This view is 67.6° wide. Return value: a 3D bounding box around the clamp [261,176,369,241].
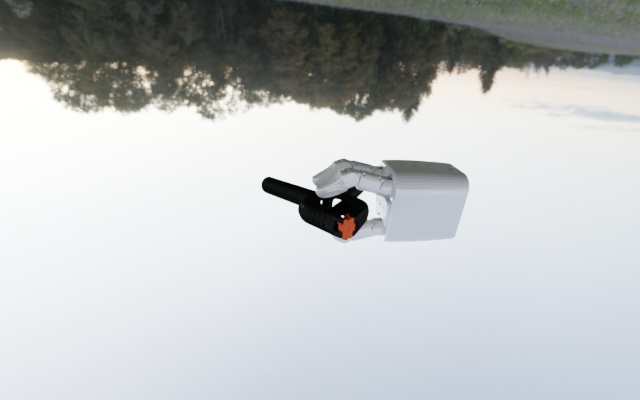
[{"bbox_3d":[0.000,0.003,0.664,0.164,0.036,0.210,1,18,-7],"label":"clamp"}]
